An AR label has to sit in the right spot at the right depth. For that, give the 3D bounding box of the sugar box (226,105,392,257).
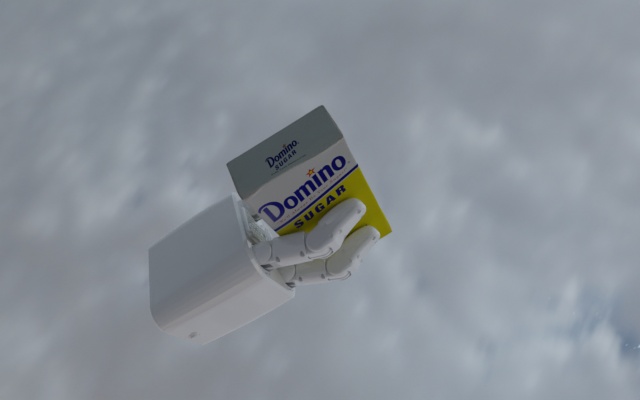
[{"bbox_3d":[0.000,0.002,0.433,0.093,0.048,0.176,-31,-32,4],"label":"sugar box"}]
